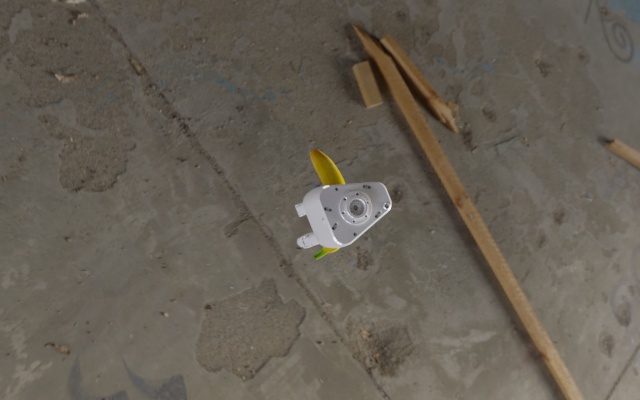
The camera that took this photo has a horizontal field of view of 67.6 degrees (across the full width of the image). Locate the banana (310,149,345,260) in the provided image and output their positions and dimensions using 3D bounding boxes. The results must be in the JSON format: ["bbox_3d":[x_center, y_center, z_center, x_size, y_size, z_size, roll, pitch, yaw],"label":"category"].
[{"bbox_3d":[0.019,0.006,0.844,0.069,0.198,0.037,-2,-2,0],"label":"banana"}]
